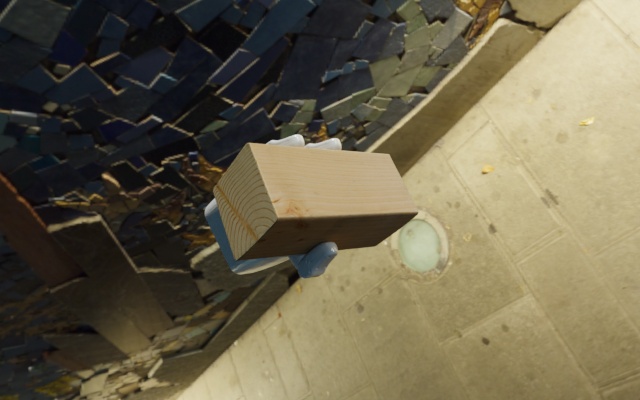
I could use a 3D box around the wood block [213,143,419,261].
[{"bbox_3d":[0.000,0.002,0.540,0.206,0.090,0.090,-1,-31,-41],"label":"wood block"}]
